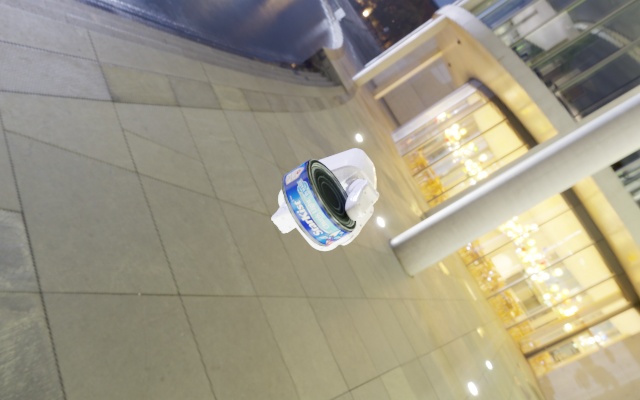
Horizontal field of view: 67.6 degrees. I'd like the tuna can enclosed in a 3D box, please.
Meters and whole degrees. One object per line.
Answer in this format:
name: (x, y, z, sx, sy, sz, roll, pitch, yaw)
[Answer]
tuna can: (0.001, 0.001, 0.482, 0.034, 0.086, 0.086, -31, -12, 20)
